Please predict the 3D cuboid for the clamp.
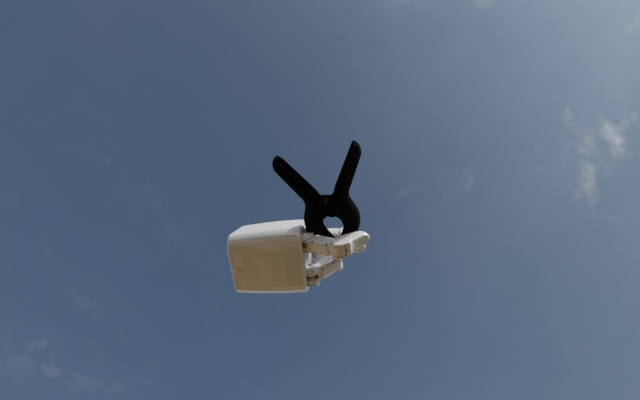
[{"bbox_3d":[0.000,0.002,0.662,0.120,0.171,0.039,0,22,13],"label":"clamp"}]
